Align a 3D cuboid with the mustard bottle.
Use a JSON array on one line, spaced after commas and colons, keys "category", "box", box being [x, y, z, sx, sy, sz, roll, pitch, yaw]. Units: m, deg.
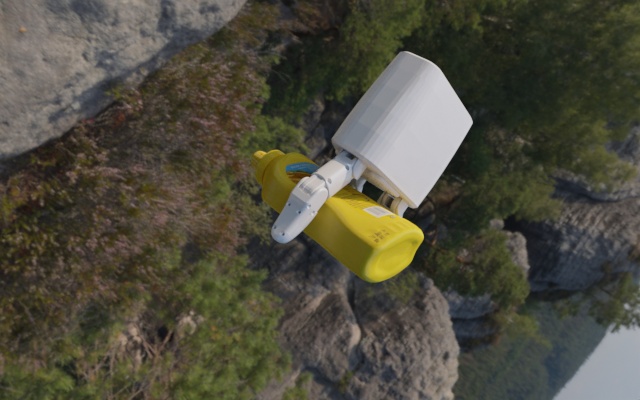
[{"category": "mustard bottle", "box": [0.000, 0.002, 0.464, 0.191, 0.058, 0.096, 35, 23, 29]}]
